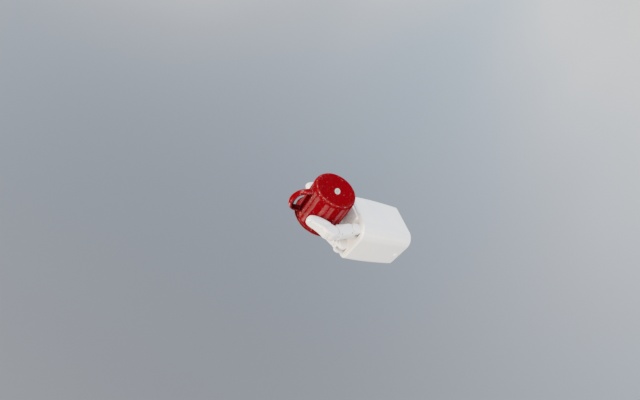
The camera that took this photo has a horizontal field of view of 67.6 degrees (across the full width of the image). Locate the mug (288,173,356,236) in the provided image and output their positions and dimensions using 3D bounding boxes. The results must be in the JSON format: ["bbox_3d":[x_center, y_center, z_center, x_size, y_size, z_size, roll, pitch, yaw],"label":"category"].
[{"bbox_3d":[-0.001,0.002,0.857,0.117,0.093,0.081,11,-42,-25],"label":"mug"}]
